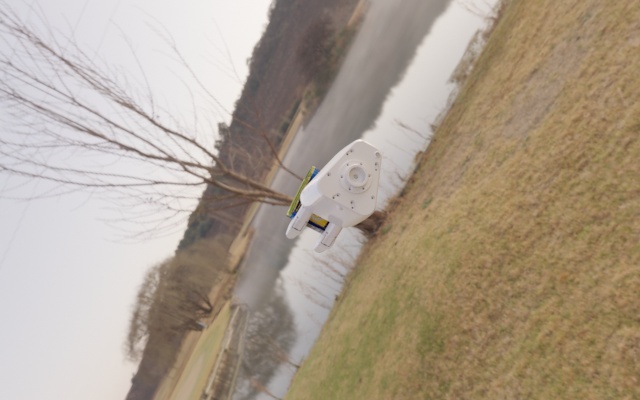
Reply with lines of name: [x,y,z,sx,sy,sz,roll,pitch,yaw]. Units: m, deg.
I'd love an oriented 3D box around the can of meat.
can of meat: [0.000,0.002,0.822,0.084,0.102,0.057,27,-11,-8]
